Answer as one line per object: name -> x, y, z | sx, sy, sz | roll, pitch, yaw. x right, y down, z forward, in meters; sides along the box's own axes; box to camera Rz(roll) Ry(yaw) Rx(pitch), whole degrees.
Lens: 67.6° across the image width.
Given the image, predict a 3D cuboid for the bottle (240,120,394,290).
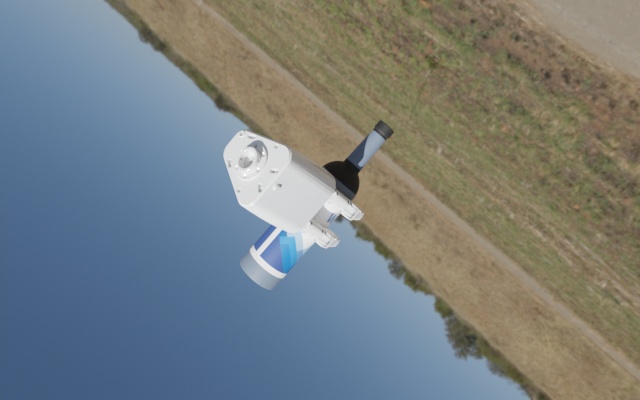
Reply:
bottle -> 0.000, 0.003, 0.707 | 0.069, 0.296, 0.069 | 41, 6, -6
